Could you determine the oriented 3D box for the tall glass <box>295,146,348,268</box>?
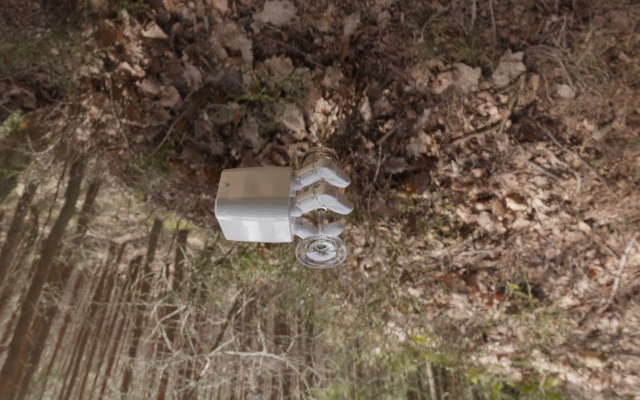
[{"bbox_3d":[0.000,0.003,0.738,0.079,0.200,0.079,0,-45,0],"label":"tall glass"}]
